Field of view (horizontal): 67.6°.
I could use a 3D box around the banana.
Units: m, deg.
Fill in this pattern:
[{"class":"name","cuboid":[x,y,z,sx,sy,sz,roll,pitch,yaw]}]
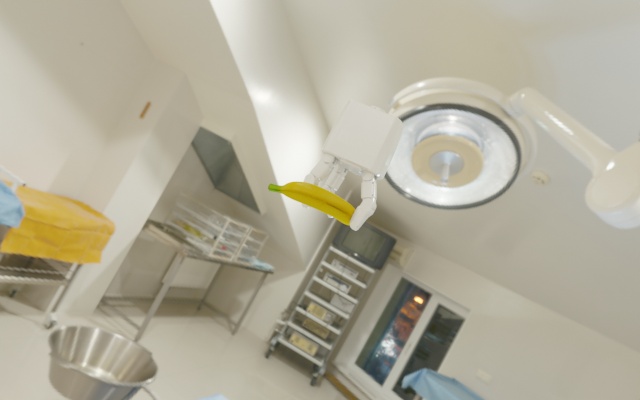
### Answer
[{"class":"banana","cuboid":[0.009,0.005,0.804,0.198,0.037,0.069,26,-7,-38]}]
